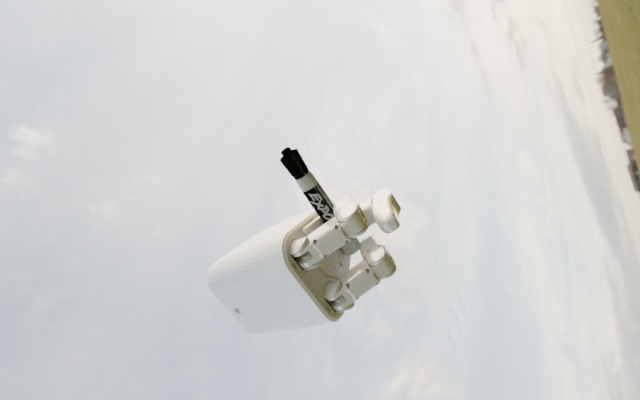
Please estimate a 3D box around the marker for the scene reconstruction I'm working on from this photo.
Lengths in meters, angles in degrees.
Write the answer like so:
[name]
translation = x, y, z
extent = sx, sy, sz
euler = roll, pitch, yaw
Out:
[marker]
translation = 0.000, 0.001, 0.448
extent = 0.020, 0.121, 0.020
euler = -30, 21, 12
